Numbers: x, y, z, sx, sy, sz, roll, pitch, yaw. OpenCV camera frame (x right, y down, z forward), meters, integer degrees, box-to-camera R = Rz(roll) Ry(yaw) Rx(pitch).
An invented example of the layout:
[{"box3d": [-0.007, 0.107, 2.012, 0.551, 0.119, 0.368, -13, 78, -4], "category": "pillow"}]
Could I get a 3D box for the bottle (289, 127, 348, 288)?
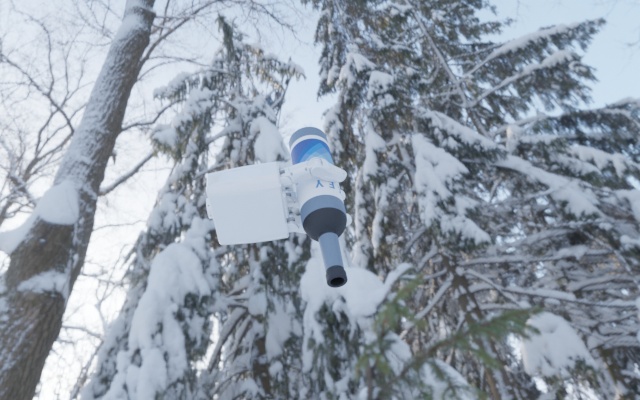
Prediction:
[{"box3d": [0.000, 0.002, 0.718, 0.069, 0.069, 0.295, 0, 44, -12], "category": "bottle"}]
